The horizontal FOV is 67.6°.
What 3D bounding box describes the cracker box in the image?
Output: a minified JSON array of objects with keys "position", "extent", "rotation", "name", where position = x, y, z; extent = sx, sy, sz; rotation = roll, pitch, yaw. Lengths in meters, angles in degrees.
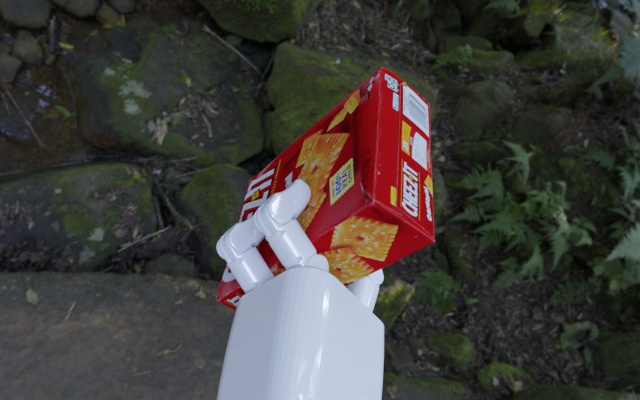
[{"position":[0.000,0.001,0.439],"extent":[0.072,0.164,0.214],"rotation":[33,-46,-25],"name":"cracker box"}]
